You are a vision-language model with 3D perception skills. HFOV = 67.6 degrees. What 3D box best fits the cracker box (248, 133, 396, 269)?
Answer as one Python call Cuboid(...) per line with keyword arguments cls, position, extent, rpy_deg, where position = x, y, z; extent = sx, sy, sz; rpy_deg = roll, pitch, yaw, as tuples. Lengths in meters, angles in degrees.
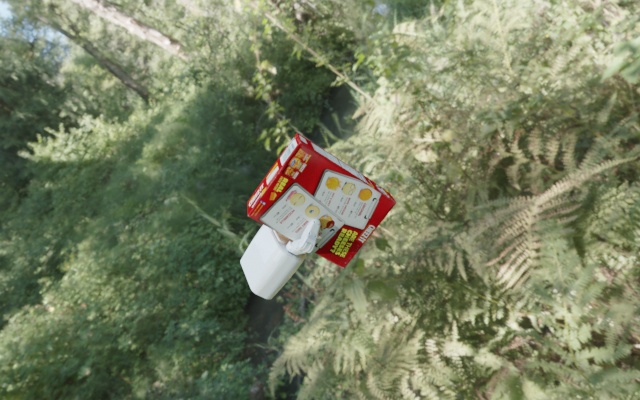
Cuboid(cls="cracker box", position=(0.000, 0.003, 0.866), extent=(0.214, 0.164, 0.072), rpy_deg=(30, 17, -21))
